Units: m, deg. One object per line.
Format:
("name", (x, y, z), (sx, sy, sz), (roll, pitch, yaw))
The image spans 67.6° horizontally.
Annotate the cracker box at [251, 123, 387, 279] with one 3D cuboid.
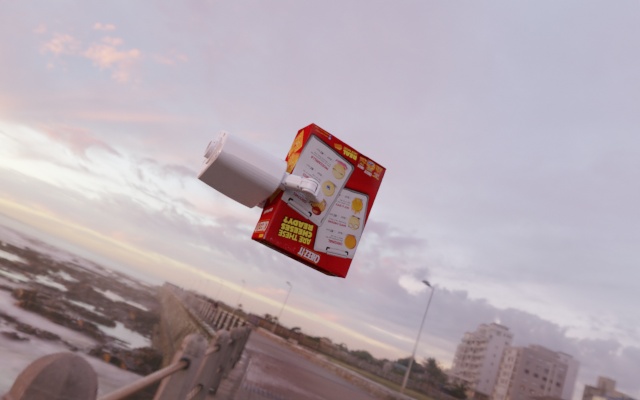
("cracker box", (0.000, 0.003, 0.818), (0.164, 0.213, 0.072), (29, -17, -22))
